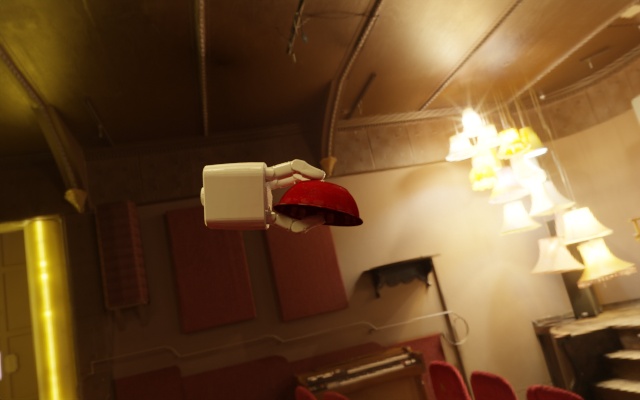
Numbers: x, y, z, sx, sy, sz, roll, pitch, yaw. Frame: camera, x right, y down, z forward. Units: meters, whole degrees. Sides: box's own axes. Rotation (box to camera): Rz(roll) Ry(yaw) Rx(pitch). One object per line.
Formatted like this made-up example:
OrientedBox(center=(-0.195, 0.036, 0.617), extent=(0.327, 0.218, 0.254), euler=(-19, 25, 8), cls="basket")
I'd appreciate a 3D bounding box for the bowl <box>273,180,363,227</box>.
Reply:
OrientedBox(center=(0.001, 0.003, 0.849), extent=(0.162, 0.055, 0.162), euler=(10, -12, 2), cls="bowl")
